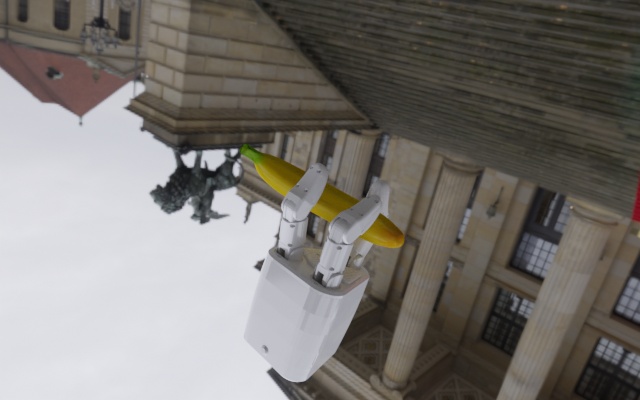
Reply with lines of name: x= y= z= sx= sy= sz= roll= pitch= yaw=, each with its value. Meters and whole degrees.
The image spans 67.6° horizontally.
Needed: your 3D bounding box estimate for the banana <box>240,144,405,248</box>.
banana: x=0.002 y=0.000 z=0.516 sx=0.198 sy=0.037 sz=0.069 roll=29 pitch=7 yaw=13
